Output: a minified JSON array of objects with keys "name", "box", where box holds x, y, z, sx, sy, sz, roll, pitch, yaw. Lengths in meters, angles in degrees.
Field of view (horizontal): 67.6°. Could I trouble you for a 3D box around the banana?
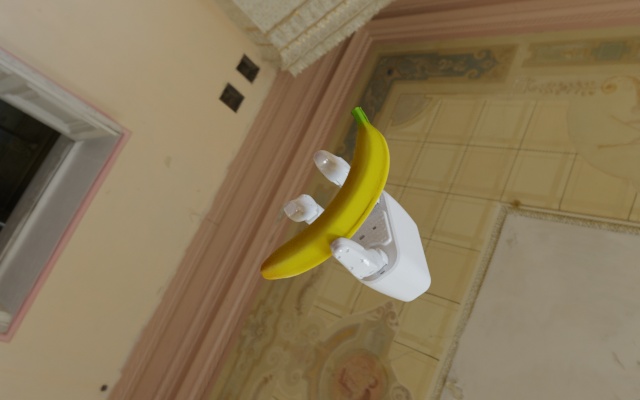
[{"name":"banana","box":[0.015,0.006,0.474,0.069,0.198,0.037,31,-1,36]}]
